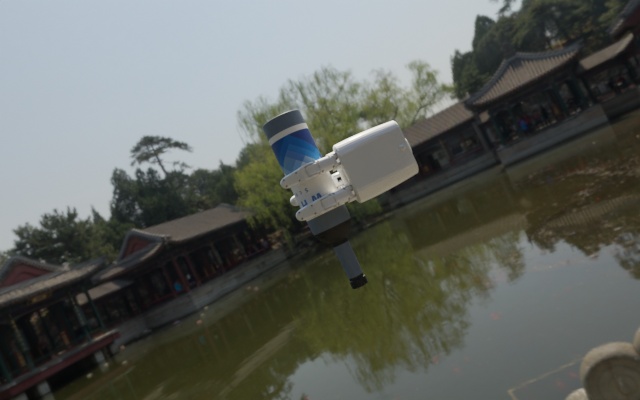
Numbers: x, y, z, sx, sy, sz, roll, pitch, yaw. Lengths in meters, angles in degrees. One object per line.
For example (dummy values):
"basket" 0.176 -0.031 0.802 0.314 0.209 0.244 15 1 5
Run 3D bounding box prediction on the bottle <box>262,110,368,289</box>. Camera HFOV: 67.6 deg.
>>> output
"bottle" 0.000 0.002 0.761 0.069 0.295 0.069 -26 -1 -1
